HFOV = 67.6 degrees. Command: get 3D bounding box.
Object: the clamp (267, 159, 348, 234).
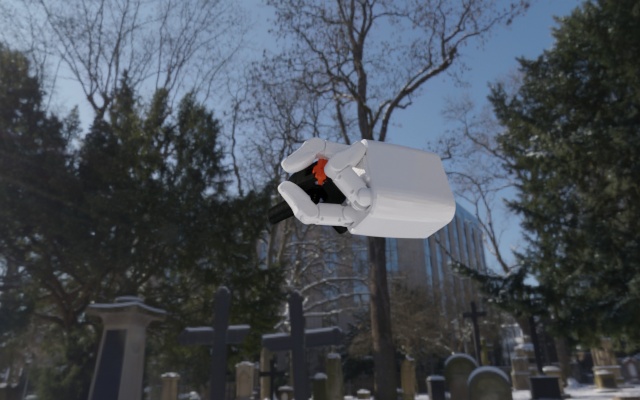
[{"bbox_3d":[0.000,0.001,0.645,0.120,0.039,0.171,7,-25,-15],"label":"clamp"}]
